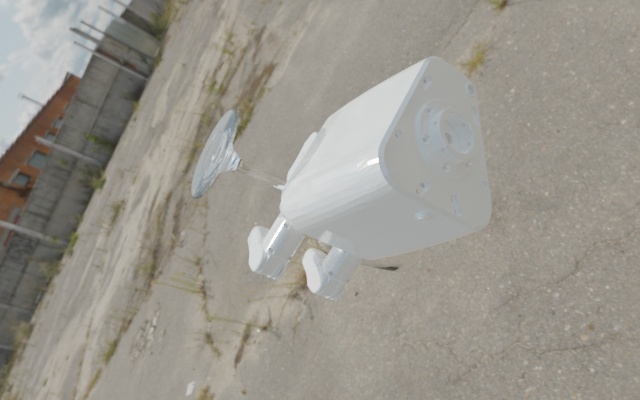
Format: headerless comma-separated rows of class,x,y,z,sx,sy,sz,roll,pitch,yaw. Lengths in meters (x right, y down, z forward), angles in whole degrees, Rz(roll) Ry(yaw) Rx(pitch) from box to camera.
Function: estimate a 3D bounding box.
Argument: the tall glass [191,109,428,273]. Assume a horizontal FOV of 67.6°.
tall glass,-0.001,0.001,0.404,0.201,0.079,0.079,25,-12,-26
